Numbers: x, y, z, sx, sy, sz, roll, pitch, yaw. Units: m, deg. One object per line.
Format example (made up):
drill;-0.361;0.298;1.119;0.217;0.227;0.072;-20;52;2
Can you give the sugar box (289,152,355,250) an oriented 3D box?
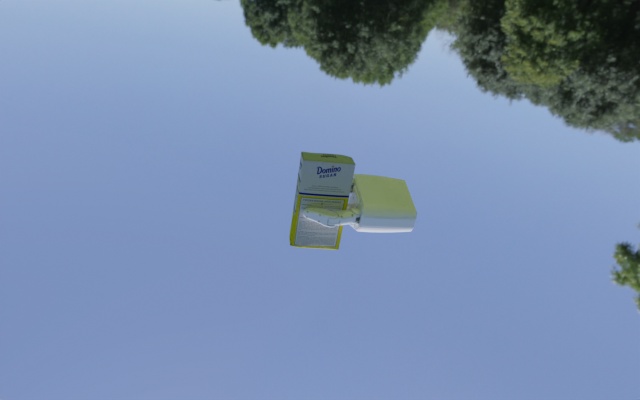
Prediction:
sugar box;0.000;0.003;0.856;0.093;0.176;0.048;4;25;-12
